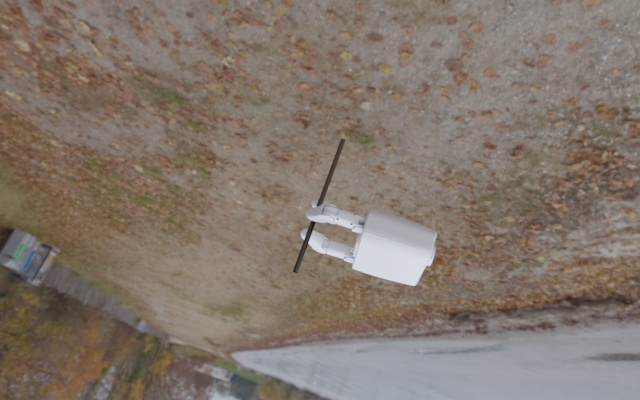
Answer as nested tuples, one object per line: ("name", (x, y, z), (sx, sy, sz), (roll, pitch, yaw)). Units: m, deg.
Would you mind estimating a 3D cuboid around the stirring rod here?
("stirring rod", (0.000, 0.002, 0.762), (0.011, 0.239, 0.011), (17, -22, 7))
